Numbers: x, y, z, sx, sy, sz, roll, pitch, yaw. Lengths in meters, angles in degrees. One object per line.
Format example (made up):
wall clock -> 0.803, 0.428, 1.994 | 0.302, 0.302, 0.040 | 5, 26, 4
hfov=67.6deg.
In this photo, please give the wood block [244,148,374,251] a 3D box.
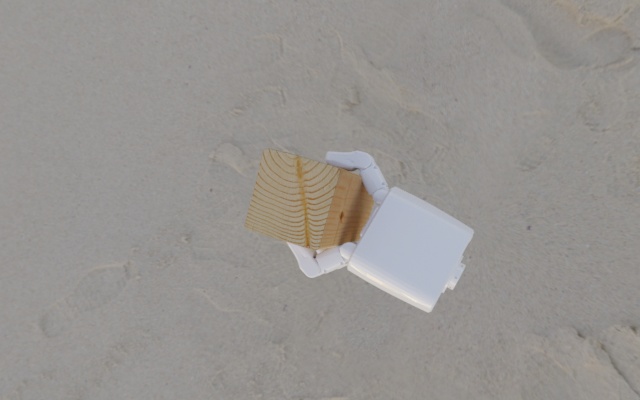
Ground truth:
wood block -> 0.001, 0.002, 0.591 | 0.090, 0.091, 0.206 | 16, 2, 18
